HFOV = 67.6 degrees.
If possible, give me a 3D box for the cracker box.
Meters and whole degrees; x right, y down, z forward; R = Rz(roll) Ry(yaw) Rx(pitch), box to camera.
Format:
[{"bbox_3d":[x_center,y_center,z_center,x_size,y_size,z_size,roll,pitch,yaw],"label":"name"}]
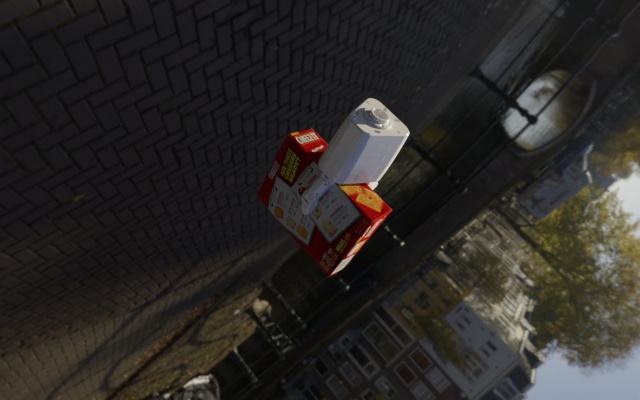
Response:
[{"bbox_3d":[0.000,0.003,0.855,0.072,0.213,0.164,-23,-26,-46],"label":"cracker box"}]
